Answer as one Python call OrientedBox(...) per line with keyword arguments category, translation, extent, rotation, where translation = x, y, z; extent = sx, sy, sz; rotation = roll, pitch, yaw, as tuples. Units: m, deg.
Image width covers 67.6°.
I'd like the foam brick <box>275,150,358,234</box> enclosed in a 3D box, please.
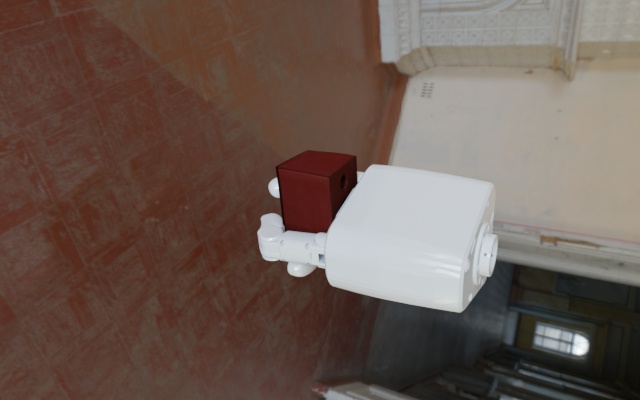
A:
OrientedBox(category="foam brick", translation=(0.000, 0.001, 0.413), extent=(0.051, 0.078, 0.053), rotation=(9, 28, 29))
